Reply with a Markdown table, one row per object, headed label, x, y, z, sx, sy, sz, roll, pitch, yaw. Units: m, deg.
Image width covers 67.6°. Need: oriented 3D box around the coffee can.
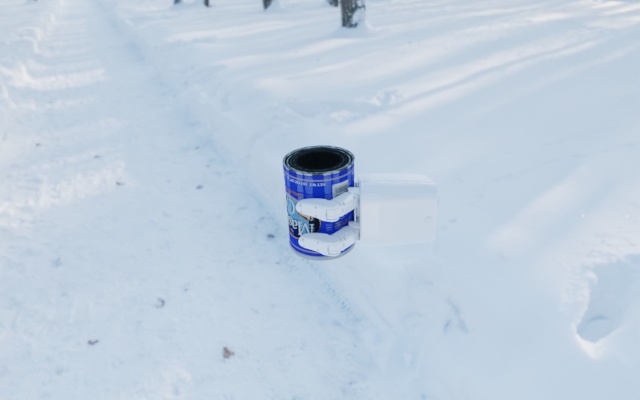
| label | x | y | z | sx | sy | sz | roll | pitch | yaw |
| --- | --- | --- | --- | --- | --- | --- | --- | --- | --- |
| coffee can | 0.000 | 0.002 | 0.705 | 0.103 | 0.140 | 0.102 | -2 | 28 | 1 |
